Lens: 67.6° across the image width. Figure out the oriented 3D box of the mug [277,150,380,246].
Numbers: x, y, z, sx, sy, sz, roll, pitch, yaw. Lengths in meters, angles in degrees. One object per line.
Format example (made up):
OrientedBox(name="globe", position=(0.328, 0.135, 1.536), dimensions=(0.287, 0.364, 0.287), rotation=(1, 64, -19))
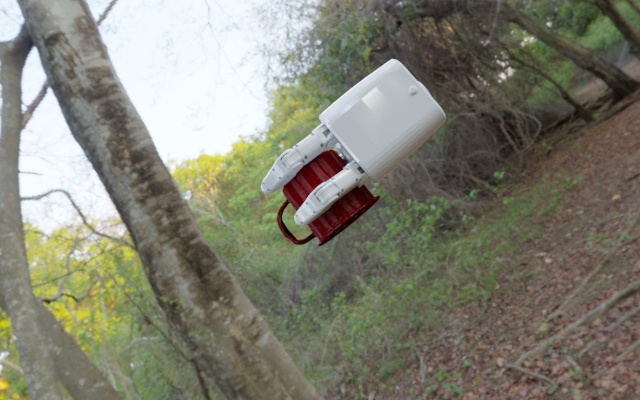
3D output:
OrientedBox(name="mug", position=(-0.001, 0.003, 0.566), dimensions=(0.117, 0.081, 0.093), rotation=(-39, -8, 2))
